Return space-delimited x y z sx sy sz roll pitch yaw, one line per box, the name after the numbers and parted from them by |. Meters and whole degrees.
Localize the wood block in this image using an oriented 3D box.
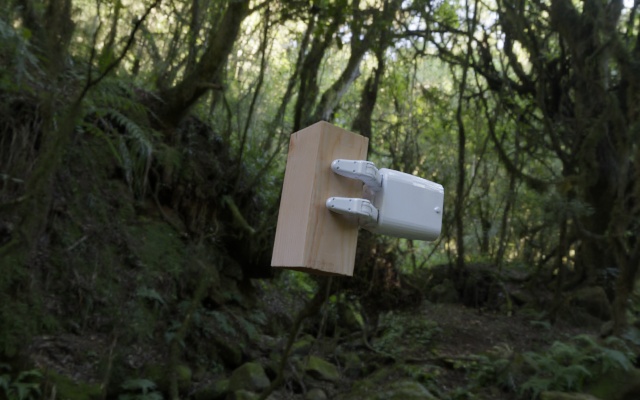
0.000 0.002 0.704 0.090 0.206 0.091 15 -15 -31 | wood block
